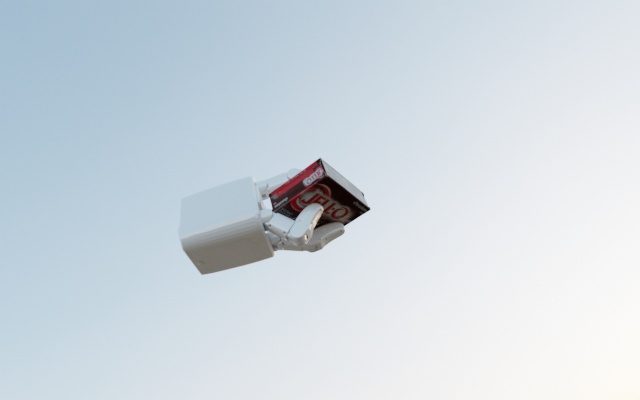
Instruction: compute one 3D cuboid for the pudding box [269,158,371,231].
[{"bbox_3d":[0.000,0.002,0.642,0.090,0.039,0.113,-33,-38,20],"label":"pudding box"}]
